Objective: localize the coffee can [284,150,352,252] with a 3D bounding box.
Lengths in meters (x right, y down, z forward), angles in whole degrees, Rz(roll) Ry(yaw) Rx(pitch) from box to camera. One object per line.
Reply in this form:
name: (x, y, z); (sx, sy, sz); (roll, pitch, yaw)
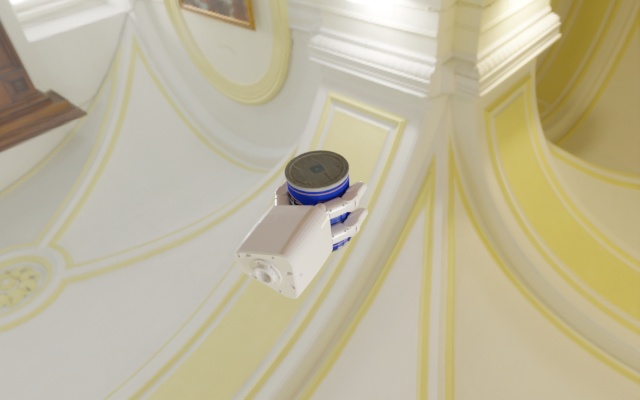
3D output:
coffee can: (0.000, 0.002, 0.794); (0.103, 0.140, 0.102); (-4, 40, 3)
